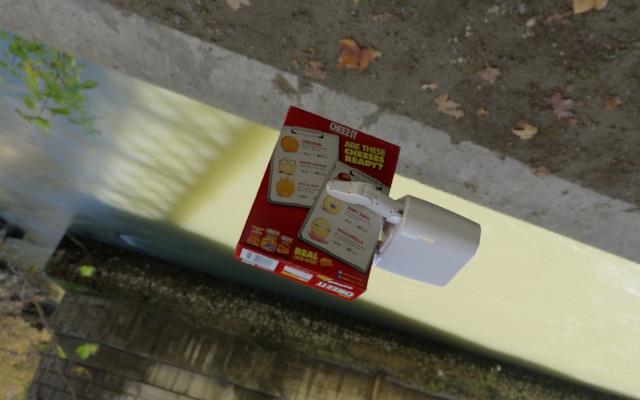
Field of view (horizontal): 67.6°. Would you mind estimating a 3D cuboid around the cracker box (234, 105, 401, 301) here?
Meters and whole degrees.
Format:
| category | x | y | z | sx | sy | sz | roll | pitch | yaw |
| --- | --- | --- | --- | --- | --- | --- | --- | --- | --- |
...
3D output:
| category | x | y | z | sx | sy | sz | roll | pitch | yaw |
| --- | --- | --- | --- | --- | --- | --- | --- | --- | --- |
| cracker box | 0.000 | 0.002 | 0.627 | 0.164 | 0.213 | 0.072 | 20 | -27 | -6 |
